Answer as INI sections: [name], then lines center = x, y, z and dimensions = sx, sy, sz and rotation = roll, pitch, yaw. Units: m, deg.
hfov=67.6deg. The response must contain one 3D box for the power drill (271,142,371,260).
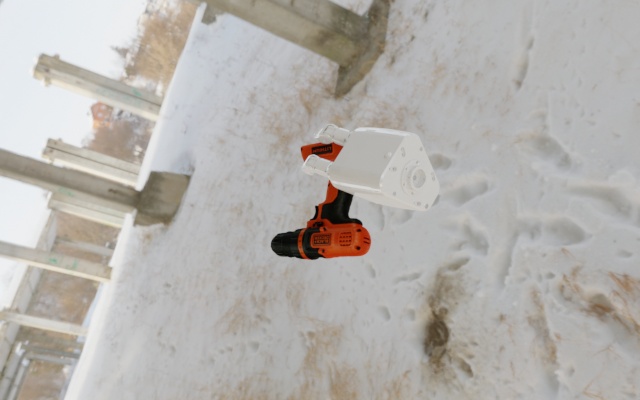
[power drill]
center = 0.000, 0.002, 0.770
dimensions = 0.184, 0.187, 0.057
rotation = -5, -15, 34
